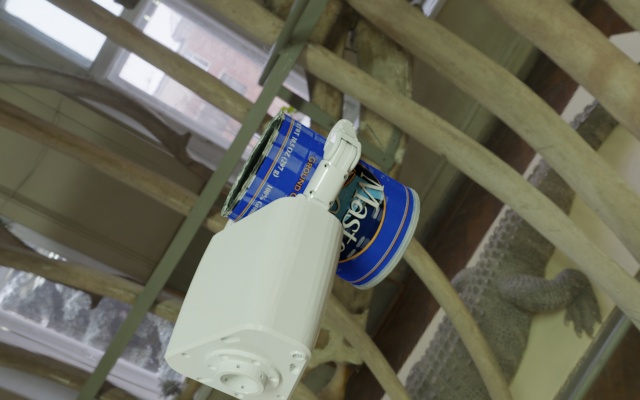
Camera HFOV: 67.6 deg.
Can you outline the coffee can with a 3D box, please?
[{"bbox_3d":[0.000,0.001,0.419,0.140,0.103,0.103,30,-8,-14],"label":"coffee can"}]
